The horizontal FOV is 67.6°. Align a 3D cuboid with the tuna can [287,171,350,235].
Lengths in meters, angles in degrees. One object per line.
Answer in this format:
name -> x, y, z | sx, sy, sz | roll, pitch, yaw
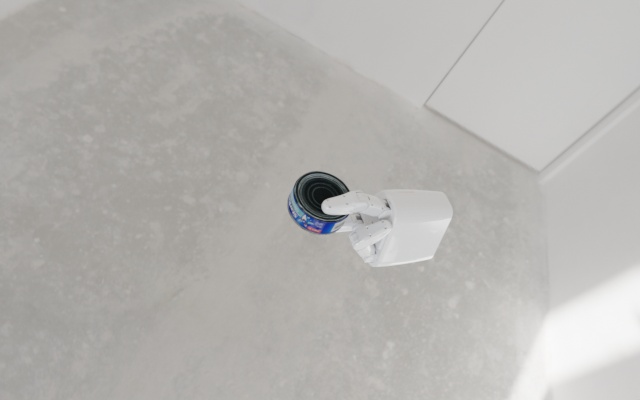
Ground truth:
tuna can -> 0.000, 0.002, 0.650 | 0.086, 0.086, 0.034 | 0, -35, -22
